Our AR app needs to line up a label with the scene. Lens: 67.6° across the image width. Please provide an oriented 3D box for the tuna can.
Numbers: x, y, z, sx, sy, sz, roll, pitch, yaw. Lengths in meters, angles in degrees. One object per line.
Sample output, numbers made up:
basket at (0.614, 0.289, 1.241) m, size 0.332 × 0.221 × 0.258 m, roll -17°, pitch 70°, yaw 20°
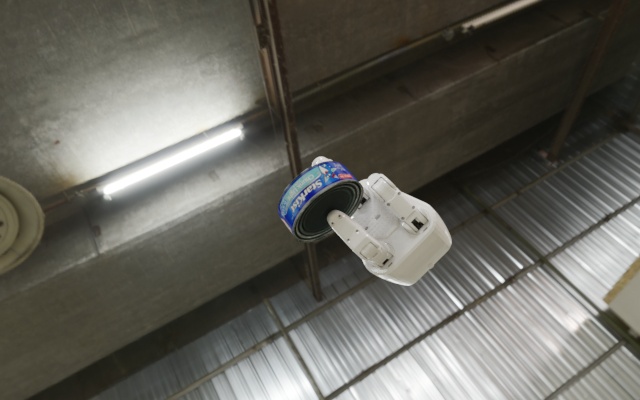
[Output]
tuna can at (0.000, 0.001, 0.485) m, size 0.086 × 0.086 × 0.033 m, roll 0°, pitch 43°, yaw -50°
